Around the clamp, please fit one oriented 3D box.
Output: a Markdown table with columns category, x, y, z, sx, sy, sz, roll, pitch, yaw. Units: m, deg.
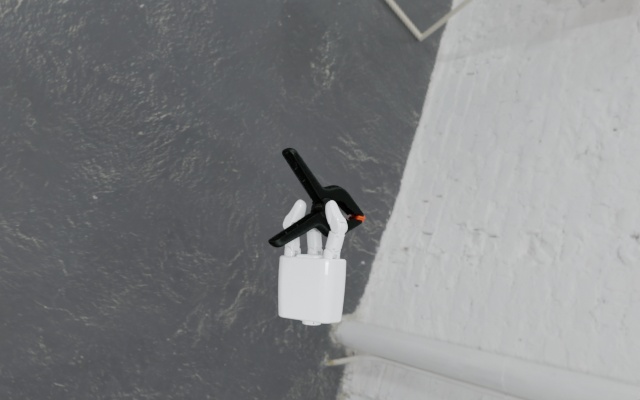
| category | x | y | z | sx | sy | sz | roll | pitch | yaw |
| --- | --- | --- | --- | --- | --- | --- | --- | --- | --- |
| clamp | 0.001 | 0.003 | 0.833 | 0.210 | 0.164 | 0.036 | 8 | -6 | -43 |
